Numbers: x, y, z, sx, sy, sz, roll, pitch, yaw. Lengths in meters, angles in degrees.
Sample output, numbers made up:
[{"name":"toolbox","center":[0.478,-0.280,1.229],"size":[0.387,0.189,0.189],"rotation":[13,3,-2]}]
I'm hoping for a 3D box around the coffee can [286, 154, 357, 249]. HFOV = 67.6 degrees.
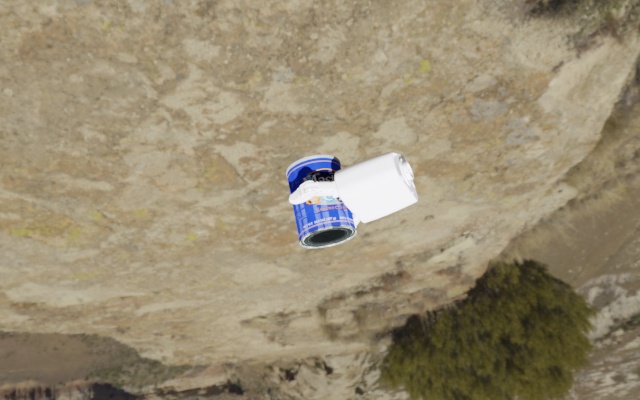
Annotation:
[{"name":"coffee can","center":[0.000,0.003,0.857],"size":[0.103,0.140,0.103],"rotation":[-10,-22,-4]}]
